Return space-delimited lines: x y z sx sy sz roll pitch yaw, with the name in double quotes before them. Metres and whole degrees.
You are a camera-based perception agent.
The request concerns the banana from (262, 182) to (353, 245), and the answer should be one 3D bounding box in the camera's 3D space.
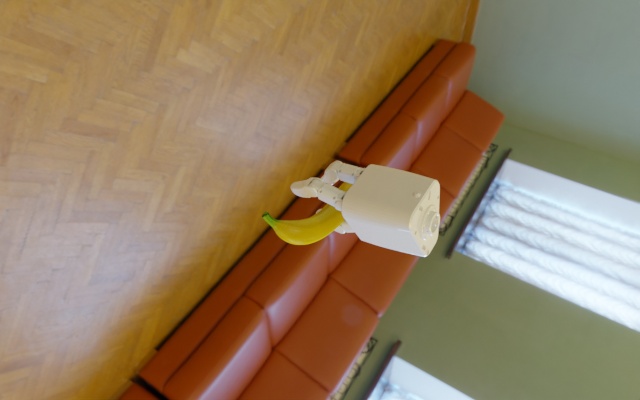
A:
"banana" 0.001 0.021 0.725 0.037 0.070 0.197 3 20 44
